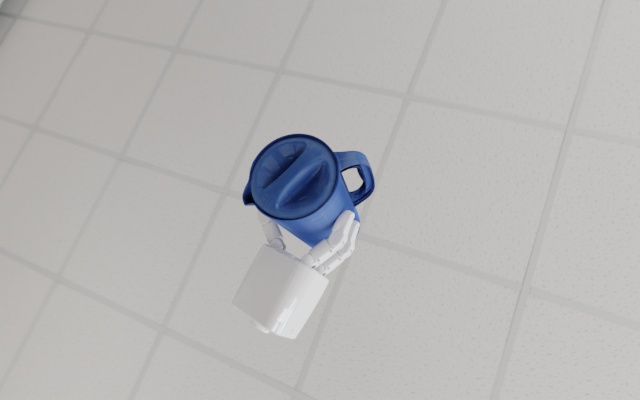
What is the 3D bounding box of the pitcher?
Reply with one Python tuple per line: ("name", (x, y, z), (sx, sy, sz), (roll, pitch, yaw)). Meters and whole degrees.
("pitcher", (0.000, 0.003, 0.762), (0.149, 0.145, 0.243), (23, -12, 23))
